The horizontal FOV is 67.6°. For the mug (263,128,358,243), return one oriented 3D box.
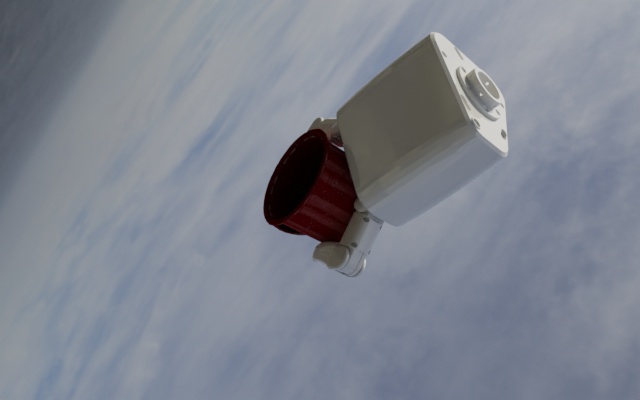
[{"bbox_3d":[-0.001,0.002,0.438,0.081,0.093,0.117,28,-46,-28],"label":"mug"}]
